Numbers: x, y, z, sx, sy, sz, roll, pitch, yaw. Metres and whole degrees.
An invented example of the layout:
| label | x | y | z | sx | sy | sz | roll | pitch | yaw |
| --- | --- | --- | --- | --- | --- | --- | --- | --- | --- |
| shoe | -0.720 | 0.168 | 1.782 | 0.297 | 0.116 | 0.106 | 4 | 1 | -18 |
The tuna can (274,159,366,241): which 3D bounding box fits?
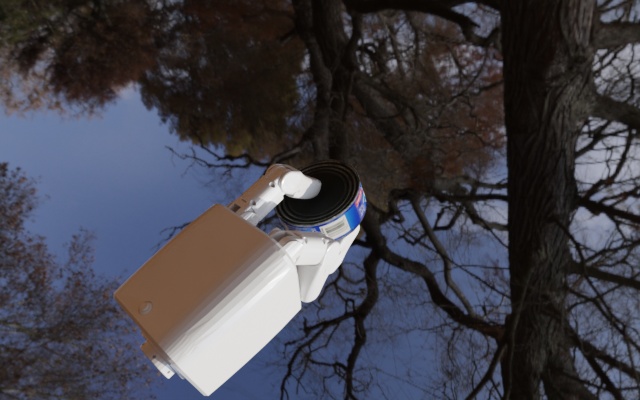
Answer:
| label | x | y | z | sx | sy | sz | roll | pitch | yaw |
| --- | --- | --- | --- | --- | --- | --- | --- | --- | --- |
| tuna can | 0.000 | 0.002 | 0.460 | 0.086 | 0.086 | 0.034 | 0 | -42 | 24 |
